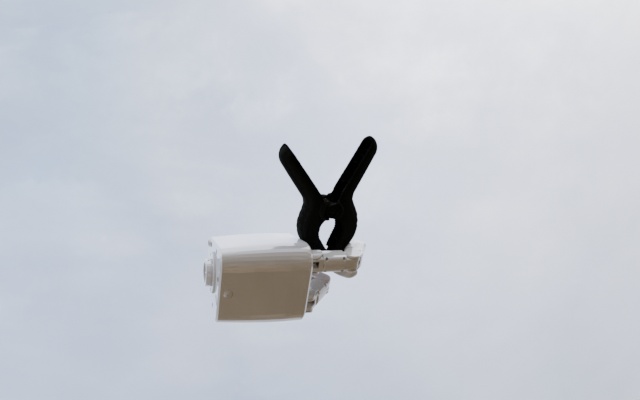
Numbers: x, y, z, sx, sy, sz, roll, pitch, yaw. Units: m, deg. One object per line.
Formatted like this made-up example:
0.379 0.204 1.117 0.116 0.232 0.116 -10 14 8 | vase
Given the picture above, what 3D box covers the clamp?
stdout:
0.000 0.002 0.579 0.120 0.171 0.039 3 19 -17 | clamp
